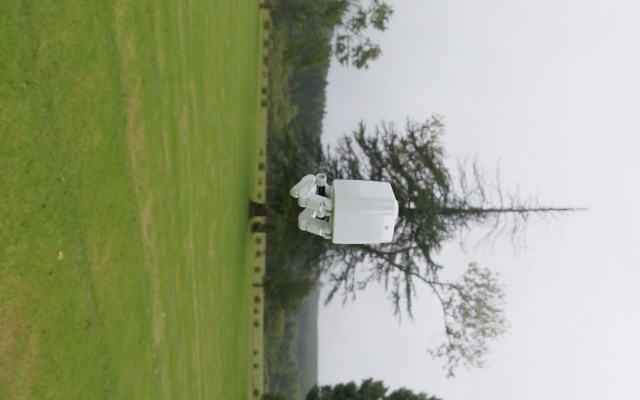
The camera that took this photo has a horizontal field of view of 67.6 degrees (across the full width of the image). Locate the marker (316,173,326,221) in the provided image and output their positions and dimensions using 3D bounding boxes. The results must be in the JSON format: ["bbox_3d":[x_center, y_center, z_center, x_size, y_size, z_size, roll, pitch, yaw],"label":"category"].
[{"bbox_3d":[0.000,0.003,0.881,0.020,0.121,0.020,1,41,0],"label":"marker"}]
